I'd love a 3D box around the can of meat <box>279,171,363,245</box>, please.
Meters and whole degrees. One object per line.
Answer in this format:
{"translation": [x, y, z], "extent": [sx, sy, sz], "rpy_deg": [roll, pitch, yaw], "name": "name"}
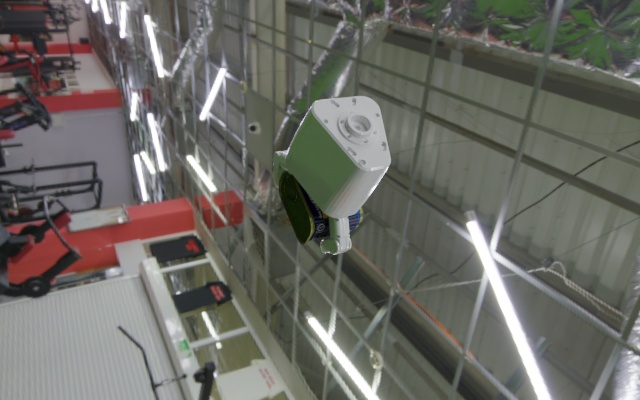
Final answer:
{"translation": [0.000, 0.002, 0.664], "extent": [0.084, 0.102, 0.057], "rpy_deg": [-11, -28, -27], "name": "can of meat"}
